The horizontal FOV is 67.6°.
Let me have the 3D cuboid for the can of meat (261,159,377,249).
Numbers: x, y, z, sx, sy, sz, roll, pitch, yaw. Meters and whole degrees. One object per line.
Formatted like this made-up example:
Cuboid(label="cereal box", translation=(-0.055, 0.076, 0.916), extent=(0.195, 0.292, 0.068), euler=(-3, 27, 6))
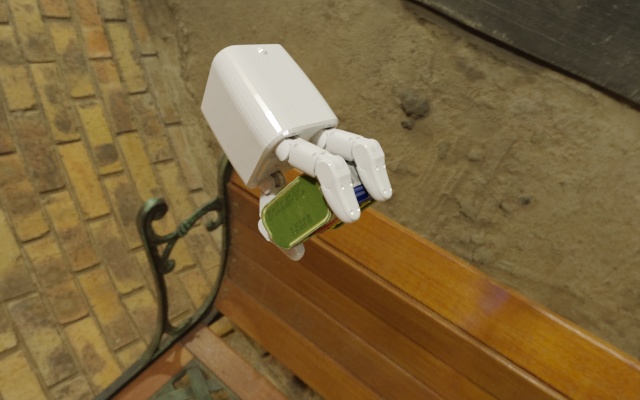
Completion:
Cuboid(label="can of meat", translation=(0.000, 0.002, 0.485), extent=(0.084, 0.057, 0.102), euler=(-23, -12, -47))
